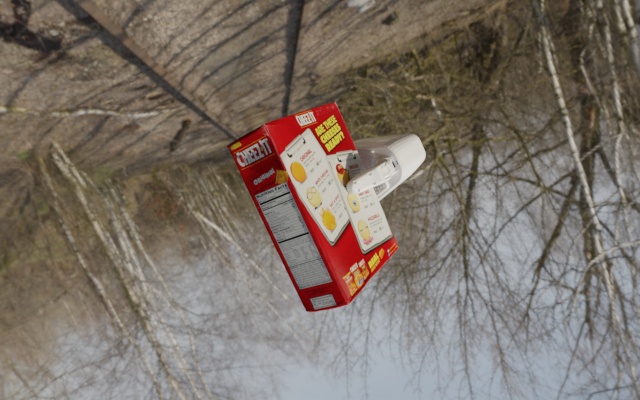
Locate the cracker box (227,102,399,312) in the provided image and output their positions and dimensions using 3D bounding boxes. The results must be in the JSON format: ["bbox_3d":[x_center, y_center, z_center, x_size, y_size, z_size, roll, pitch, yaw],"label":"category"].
[{"bbox_3d":[0.000,0.002,0.582,0.072,0.214,0.164,-21,7,34],"label":"cracker box"}]
